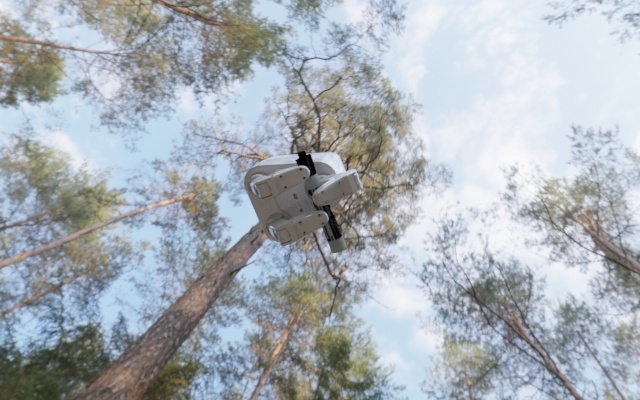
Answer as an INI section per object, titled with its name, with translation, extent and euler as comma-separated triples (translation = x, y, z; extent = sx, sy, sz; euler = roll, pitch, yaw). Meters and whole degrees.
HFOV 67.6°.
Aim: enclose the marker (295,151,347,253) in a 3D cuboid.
[marker]
translation = 0.000, 0.002, 0.539
extent = 0.020, 0.121, 0.020
euler = -21, 11, 4
